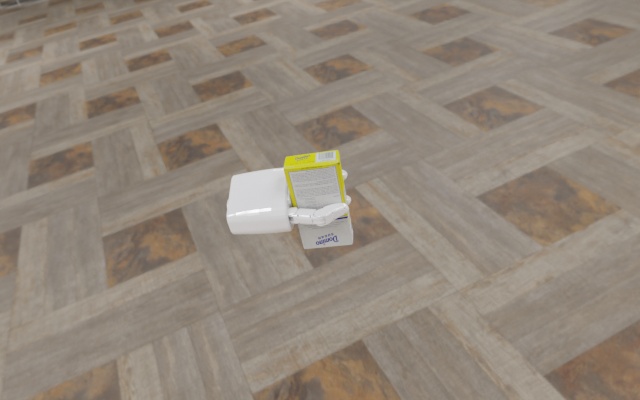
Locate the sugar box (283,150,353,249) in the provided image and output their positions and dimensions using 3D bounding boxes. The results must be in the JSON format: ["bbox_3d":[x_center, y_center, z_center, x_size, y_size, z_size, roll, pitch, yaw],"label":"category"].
[{"bbox_3d":[0.000,0.002,0.831,0.093,0.176,0.048,-6,37,8],"label":"sugar box"}]
